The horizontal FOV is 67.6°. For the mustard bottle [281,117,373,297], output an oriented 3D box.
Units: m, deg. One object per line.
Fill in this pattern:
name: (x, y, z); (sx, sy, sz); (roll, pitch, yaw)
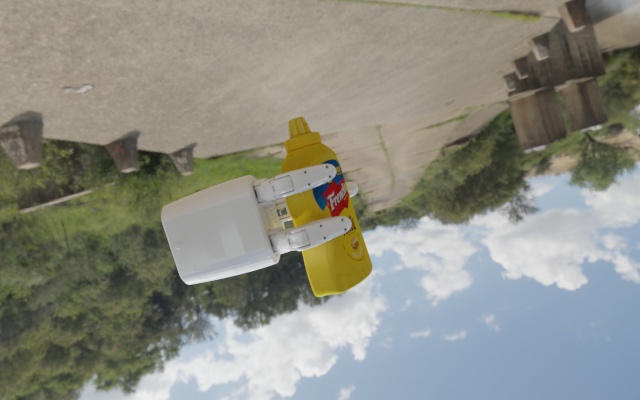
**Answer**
mustard bottle: (0.000, 0.002, 0.531); (0.058, 0.191, 0.096); (-16, 3, 31)
